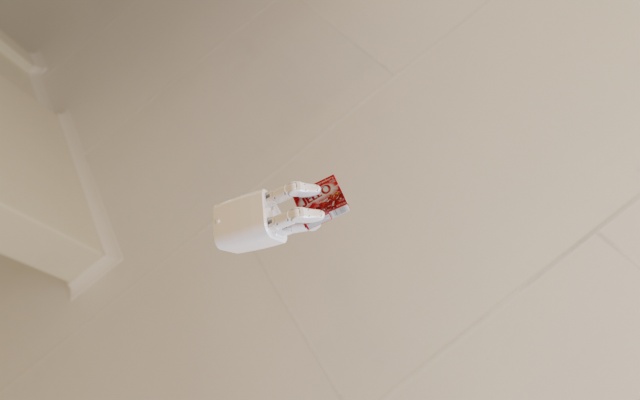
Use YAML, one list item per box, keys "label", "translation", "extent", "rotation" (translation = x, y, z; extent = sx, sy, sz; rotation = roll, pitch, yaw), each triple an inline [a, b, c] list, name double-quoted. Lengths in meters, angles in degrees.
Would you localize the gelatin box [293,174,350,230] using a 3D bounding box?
- label: "gelatin box"
  translation: [0.001, 0.003, 0.880]
  extent: [0.089, 0.073, 0.030]
  rotation: [-25, -34, 1]
